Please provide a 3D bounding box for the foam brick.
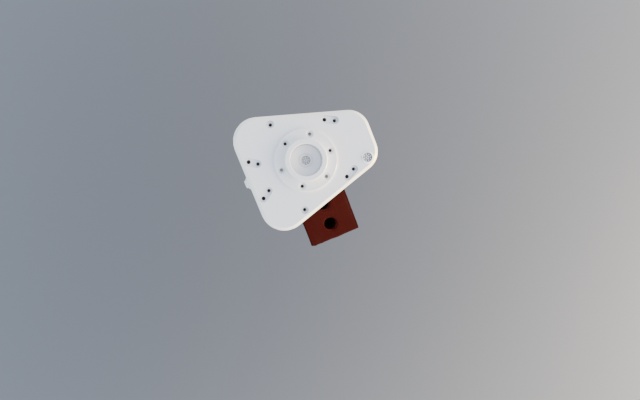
[{"bbox_3d":[0.000,0.002,0.503,0.053,0.078,0.051,-22,5,-3],"label":"foam brick"}]
